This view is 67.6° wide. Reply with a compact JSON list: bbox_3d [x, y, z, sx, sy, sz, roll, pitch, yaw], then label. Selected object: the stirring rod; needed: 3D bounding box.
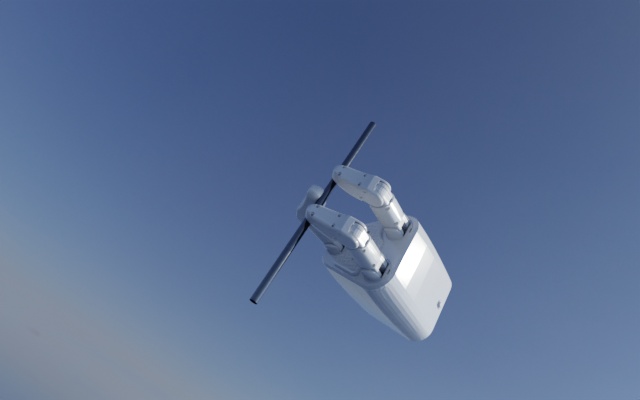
[{"bbox_3d":[0.000,0.002,0.475,0.011,0.239,0.011,25,-31,16],"label":"stirring rod"}]
